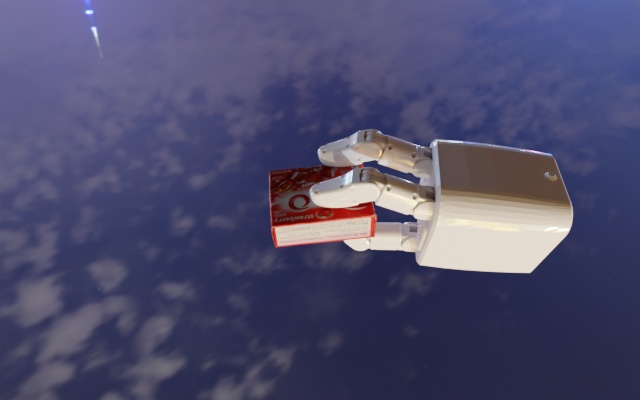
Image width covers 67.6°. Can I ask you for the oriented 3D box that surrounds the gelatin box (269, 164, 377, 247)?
[{"bbox_3d":[0.000,0.002,0.425,0.089,0.030,0.073,-6,44,-2],"label":"gelatin box"}]
